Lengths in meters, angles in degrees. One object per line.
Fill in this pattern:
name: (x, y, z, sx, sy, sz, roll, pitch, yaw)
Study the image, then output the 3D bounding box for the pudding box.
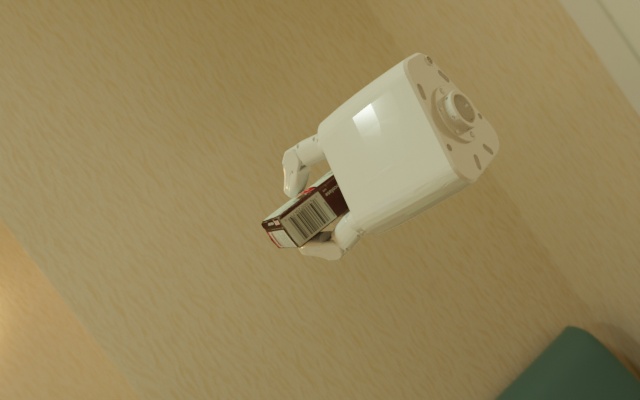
pudding box: (0.000, 0.001, 0.484, 0.113, 0.039, 0.090, -36, 4, -17)
